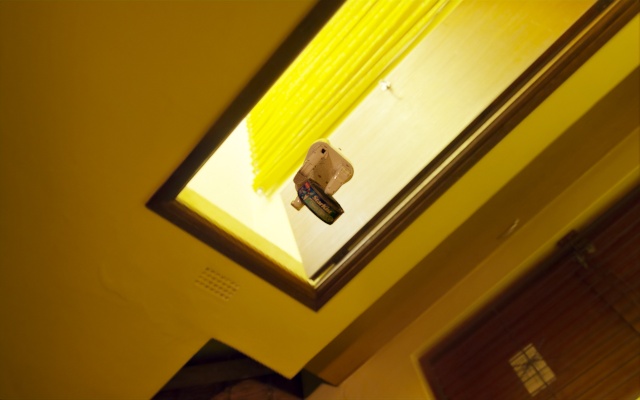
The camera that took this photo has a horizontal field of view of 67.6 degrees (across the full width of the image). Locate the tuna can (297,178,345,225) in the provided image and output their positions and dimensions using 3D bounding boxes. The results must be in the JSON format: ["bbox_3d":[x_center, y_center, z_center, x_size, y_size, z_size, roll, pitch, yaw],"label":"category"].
[{"bbox_3d":[0.000,0.003,0.826,0.086,0.034,0.086,43,9,-9],"label":"tuna can"}]
